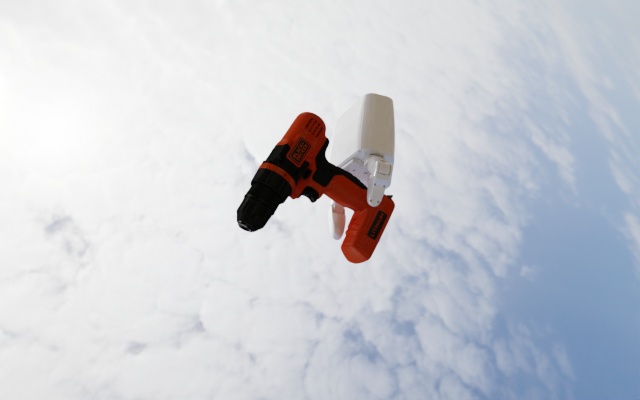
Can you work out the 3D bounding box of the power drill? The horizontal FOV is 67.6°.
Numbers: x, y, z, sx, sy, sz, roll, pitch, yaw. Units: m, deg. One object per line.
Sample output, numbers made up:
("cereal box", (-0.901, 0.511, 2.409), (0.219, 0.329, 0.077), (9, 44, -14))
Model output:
("power drill", (0.001, 0.002, 0.628), (0.188, 0.184, 0.057), (40, -25, -21))
